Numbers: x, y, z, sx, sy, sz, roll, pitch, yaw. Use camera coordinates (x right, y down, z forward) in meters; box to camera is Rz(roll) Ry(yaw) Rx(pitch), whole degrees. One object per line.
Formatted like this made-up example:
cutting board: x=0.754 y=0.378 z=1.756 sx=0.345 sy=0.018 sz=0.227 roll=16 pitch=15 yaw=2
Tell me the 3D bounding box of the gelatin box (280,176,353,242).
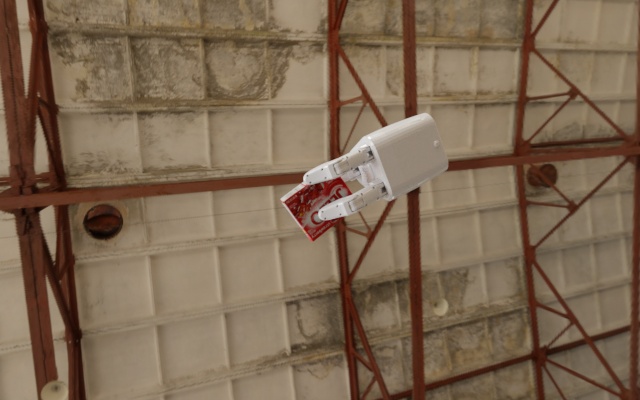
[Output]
gelatin box: x=0.000 y=0.002 z=0.682 sx=0.089 sy=0.073 sz=0.030 roll=-37 pitch=16 yaw=-7
